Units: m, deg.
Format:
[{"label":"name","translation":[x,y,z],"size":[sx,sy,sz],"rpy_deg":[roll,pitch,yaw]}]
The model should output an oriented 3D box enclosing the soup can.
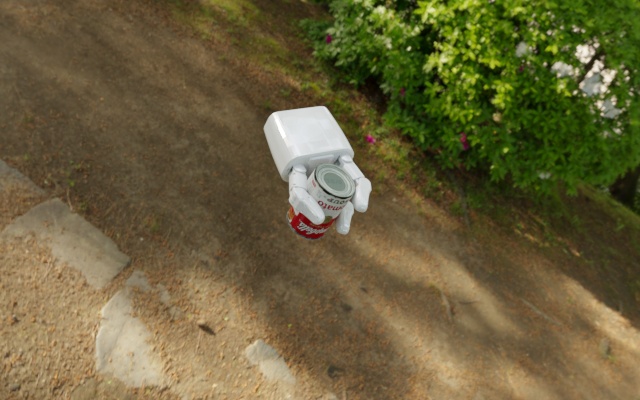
[{"label":"soup can","translation":[0.000,0.003,0.716],"size":[0.068,0.068,0.102],"rpy_deg":[0,-39,-34]}]
